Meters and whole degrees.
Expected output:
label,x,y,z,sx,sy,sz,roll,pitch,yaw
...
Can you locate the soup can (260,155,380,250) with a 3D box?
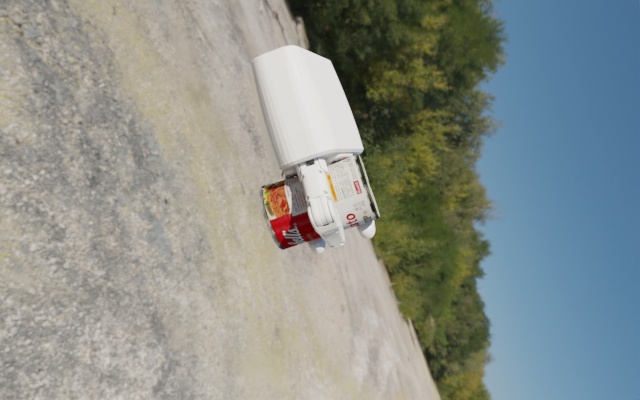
label,x,y,z,sx,sy,sz,roll,pitch,yaw
soup can,0.000,0.002,0.472,0.102,0.068,0.068,-18,-3,8
